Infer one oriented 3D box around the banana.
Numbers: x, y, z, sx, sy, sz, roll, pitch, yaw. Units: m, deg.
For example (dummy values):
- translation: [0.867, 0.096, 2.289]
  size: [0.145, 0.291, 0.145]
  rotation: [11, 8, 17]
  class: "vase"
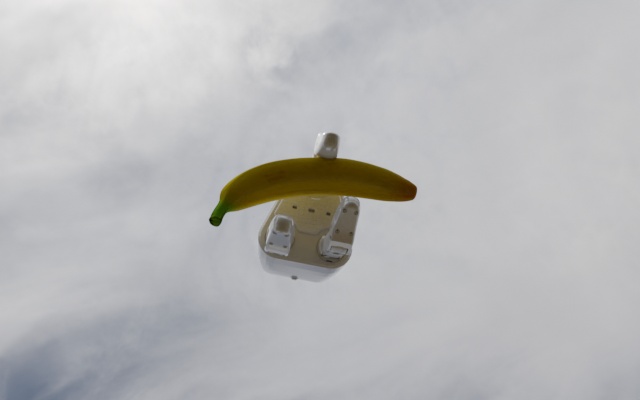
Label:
- translation: [-0.008, -0.013, 0.451]
  size: [0.198, 0.069, 0.037]
  rotation: [-9, -36, -16]
  class: "banana"
